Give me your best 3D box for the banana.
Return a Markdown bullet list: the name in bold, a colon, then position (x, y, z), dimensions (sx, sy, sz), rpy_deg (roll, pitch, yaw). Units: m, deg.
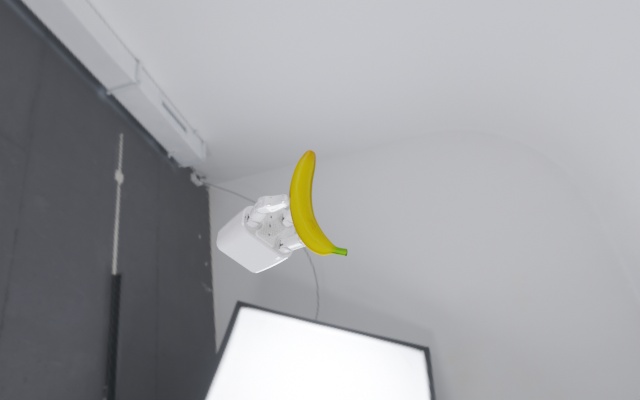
- **banana**: position (-0.017, 0.010, 0.780), dimensions (0.069, 0.197, 0.037), rpy_deg (-16, -22, -6)
